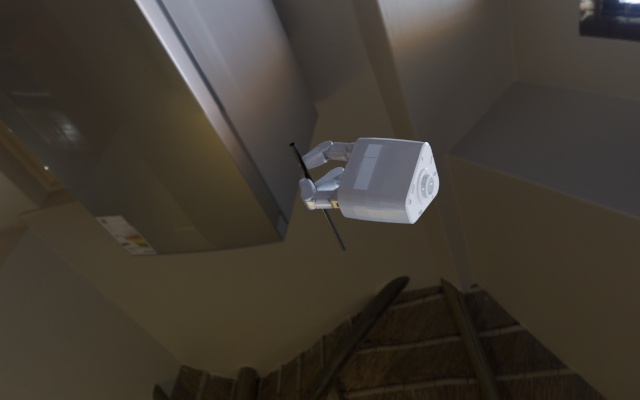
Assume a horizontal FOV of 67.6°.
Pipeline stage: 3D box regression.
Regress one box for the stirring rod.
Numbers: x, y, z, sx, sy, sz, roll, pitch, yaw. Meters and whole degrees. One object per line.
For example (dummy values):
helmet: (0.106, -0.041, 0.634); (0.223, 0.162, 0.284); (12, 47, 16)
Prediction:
stirring rod: (0.000, 0.002, 0.765); (0.011, 0.011, 0.240); (0, -44, 28)
